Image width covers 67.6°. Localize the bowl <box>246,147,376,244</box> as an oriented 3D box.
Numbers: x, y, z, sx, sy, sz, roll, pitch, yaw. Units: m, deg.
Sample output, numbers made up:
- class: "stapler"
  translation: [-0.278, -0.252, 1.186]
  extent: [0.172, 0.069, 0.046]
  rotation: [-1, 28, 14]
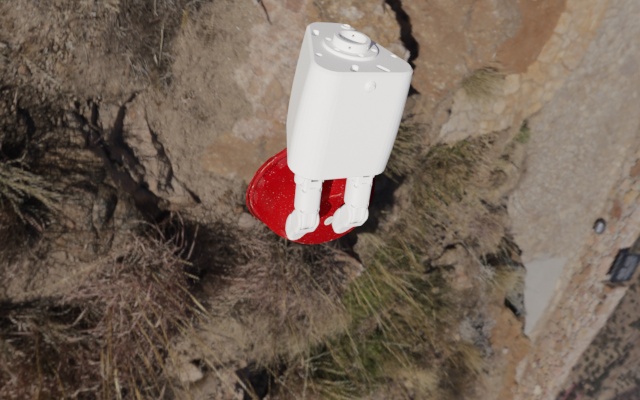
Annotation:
- class: "bowl"
  translation: [0.000, 0.003, 0.547]
  extent: [0.162, 0.055, 0.162]
  rotation: [-15, -35, -11]
